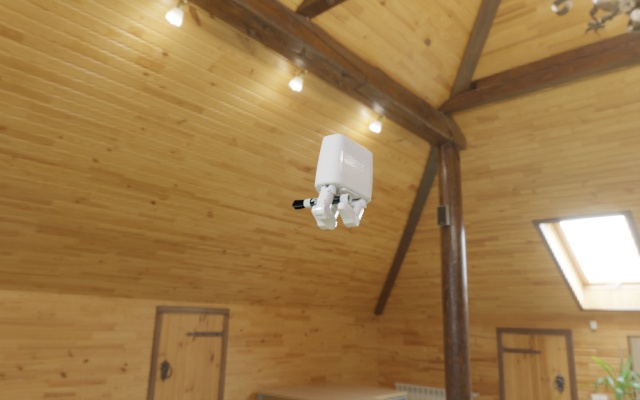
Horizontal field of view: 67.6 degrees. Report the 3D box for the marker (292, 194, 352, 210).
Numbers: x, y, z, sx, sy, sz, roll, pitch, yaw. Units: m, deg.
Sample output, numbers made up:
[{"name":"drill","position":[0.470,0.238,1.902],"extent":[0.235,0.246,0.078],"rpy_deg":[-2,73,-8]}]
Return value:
[{"name":"marker","position":[0.000,0.003,0.887],"extent":[0.121,0.020,0.020],"rpy_deg":[-7,-3,29]}]
